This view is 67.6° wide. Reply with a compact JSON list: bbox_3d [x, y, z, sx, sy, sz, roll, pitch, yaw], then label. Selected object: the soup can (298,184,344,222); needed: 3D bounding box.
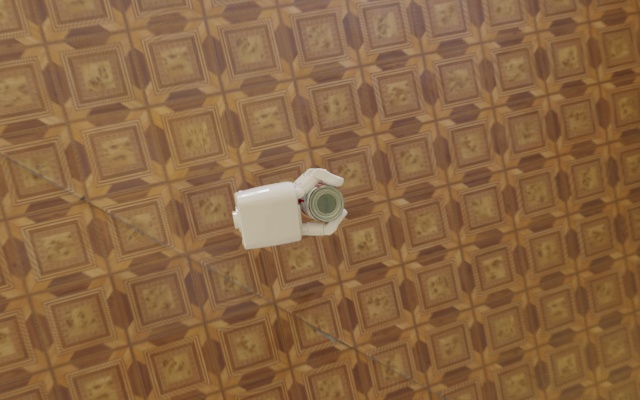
[{"bbox_3d":[0.001,0.003,0.892,0.068,0.068,0.102,0,3,-13],"label":"soup can"}]
